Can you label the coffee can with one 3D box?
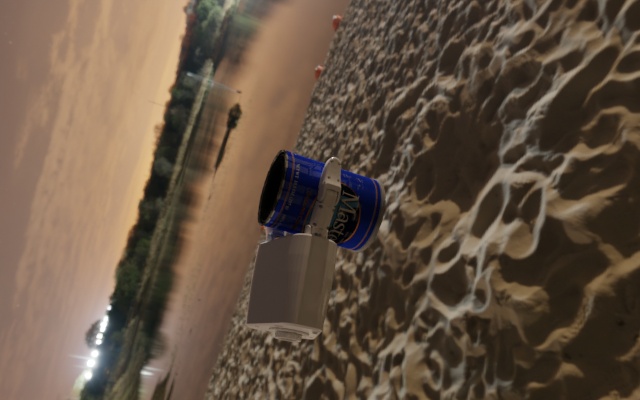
[{"bbox_3d":[0.000,0.002,0.632,0.140,0.103,0.103,17,-5,-18],"label":"coffee can"}]
